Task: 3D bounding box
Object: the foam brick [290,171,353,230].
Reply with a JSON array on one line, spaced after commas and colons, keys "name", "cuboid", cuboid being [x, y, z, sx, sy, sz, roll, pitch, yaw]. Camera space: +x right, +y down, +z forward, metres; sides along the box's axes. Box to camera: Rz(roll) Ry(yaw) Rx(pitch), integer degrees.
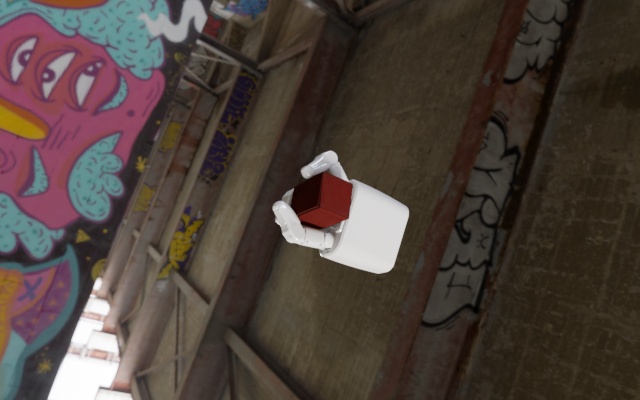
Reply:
[{"name": "foam brick", "cuboid": [0.000, 0.002, 0.651, 0.051, 0.053, 0.078, 22, -26, -28]}]
